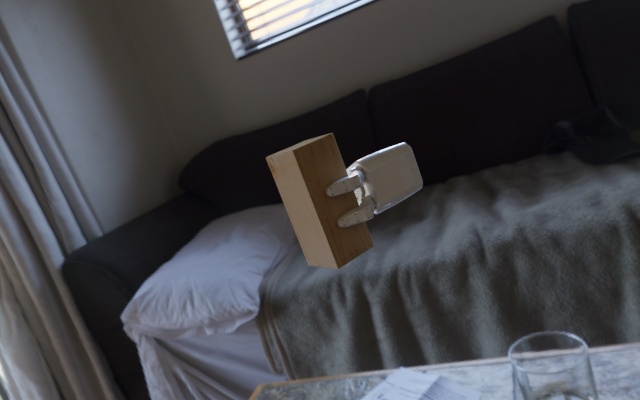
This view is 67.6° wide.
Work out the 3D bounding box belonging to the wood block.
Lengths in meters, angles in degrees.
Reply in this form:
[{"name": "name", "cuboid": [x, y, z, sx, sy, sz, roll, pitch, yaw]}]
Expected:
[{"name": "wood block", "cuboid": [0.000, 0.002, 0.812, 0.090, 0.206, 0.091, -28, 13, -33]}]
